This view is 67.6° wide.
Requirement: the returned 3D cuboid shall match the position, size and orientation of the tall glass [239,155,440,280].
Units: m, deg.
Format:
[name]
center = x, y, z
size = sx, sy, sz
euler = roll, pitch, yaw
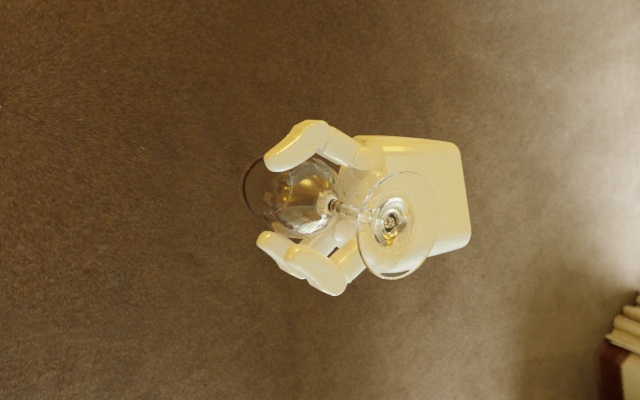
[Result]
[tall glass]
center = 0.000, 0.001, 0.401
size = 0.079, 0.079, 0.201
euler = 0, 9, -34
